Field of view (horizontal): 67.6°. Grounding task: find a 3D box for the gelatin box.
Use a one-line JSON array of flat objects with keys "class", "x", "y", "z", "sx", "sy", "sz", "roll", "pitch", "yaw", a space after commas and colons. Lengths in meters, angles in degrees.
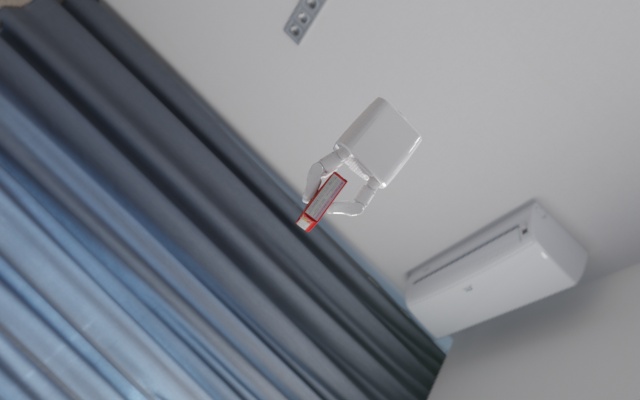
[{"class": "gelatin box", "x": 0.000, "y": 0.003, "z": 0.771, "sx": 0.030, "sy": 0.089, "sz": 0.073, "roll": 36, "pitch": -20, "yaw": -2}]
